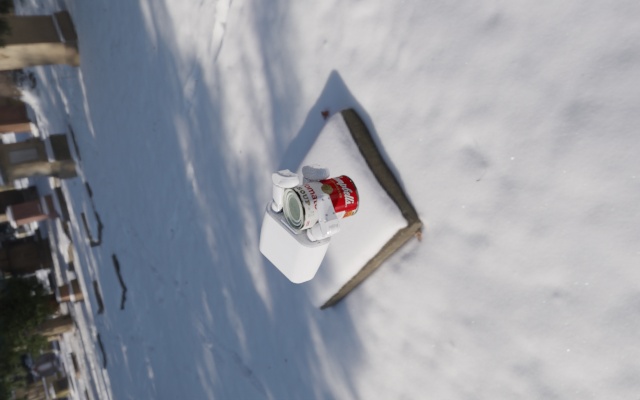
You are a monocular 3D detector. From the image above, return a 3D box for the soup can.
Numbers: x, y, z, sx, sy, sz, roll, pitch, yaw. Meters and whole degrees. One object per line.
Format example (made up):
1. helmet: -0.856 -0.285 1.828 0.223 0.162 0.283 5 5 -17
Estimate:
1. soup can: 0.000 0.002 0.743 0.102 0.068 0.068 -14 7 -29
